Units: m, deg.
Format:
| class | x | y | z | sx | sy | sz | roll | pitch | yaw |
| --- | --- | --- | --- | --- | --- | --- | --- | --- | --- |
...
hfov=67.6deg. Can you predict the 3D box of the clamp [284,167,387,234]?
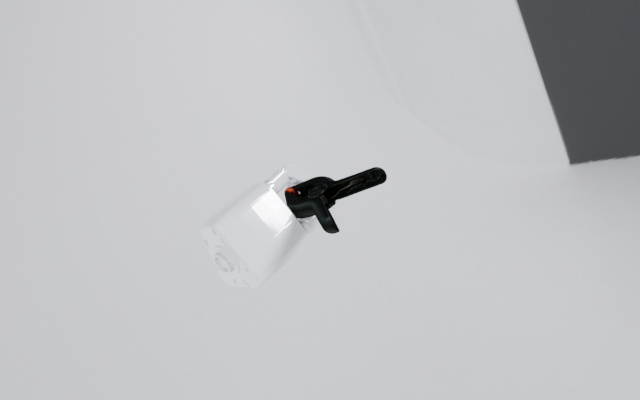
| class | x | y | z | sx | sy | sz | roll | pitch | yaw |
| --- | --- | --- | --- | --- | --- | --- | --- | --- | --- |
| clamp | 0.000 | 0.002 | 0.665 | 0.171 | 0.039 | 0.120 | -8 | 28 | 47 |
